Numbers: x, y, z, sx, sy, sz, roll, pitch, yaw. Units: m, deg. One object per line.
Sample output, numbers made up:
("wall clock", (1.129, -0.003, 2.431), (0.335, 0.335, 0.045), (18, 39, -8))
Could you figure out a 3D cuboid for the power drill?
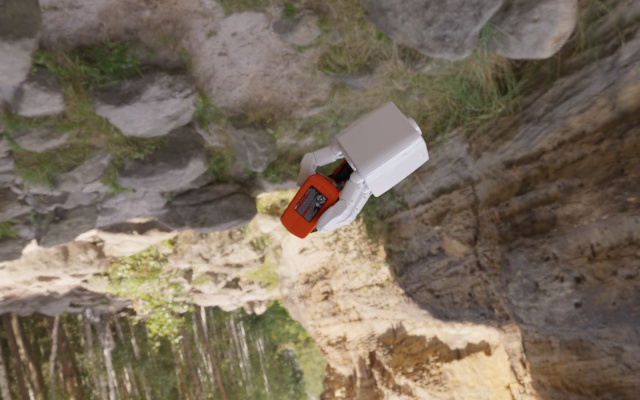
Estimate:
("power drill", (0.000, 0.003, 0.817), (0.057, 0.184, 0.187), (38, 21, 6))
